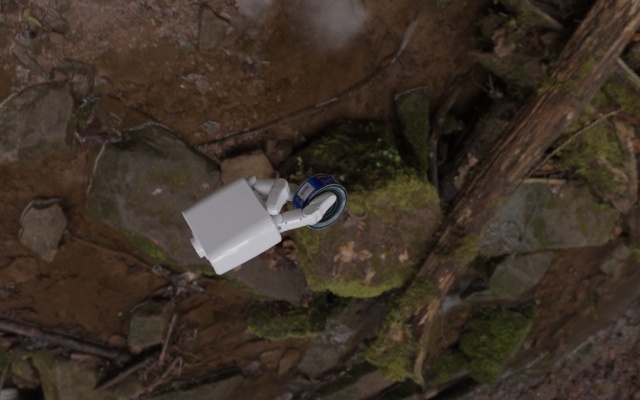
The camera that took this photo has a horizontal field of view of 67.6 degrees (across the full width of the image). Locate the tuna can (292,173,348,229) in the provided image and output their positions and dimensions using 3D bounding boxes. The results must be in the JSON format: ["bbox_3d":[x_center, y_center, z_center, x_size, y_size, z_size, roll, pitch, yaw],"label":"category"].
[{"bbox_3d":[0.000,0.003,0.750,0.086,0.086,0.033,0,31,-39],"label":"tuna can"}]
